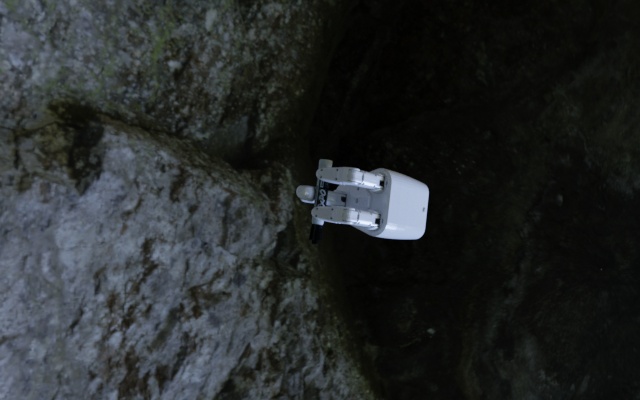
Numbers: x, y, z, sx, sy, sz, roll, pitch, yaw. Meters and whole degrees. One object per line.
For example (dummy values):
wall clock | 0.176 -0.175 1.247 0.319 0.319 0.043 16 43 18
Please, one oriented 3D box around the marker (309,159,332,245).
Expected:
marker | 0.000 0.002 0.679 0.020 0.121 0.020 8 -4 1
